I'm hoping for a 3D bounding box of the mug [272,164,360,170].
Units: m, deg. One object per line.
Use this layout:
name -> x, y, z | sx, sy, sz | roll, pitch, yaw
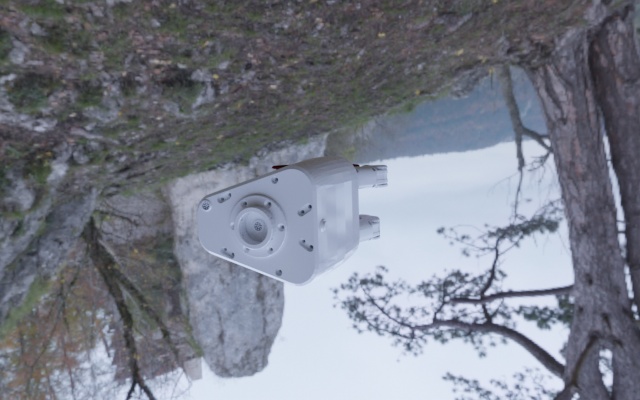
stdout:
mug -> 0.001, 0.002, 0.521 | 0.093, 0.081, 0.117 | 1, 7, 21
